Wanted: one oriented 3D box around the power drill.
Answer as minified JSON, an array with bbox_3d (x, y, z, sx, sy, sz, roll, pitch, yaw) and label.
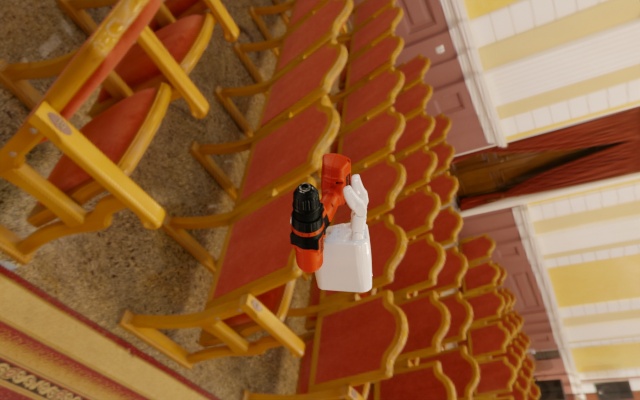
[{"bbox_3d":[0.000,0.003,0.812,0.057,0.185,0.187,14,45,14],"label":"power drill"}]
